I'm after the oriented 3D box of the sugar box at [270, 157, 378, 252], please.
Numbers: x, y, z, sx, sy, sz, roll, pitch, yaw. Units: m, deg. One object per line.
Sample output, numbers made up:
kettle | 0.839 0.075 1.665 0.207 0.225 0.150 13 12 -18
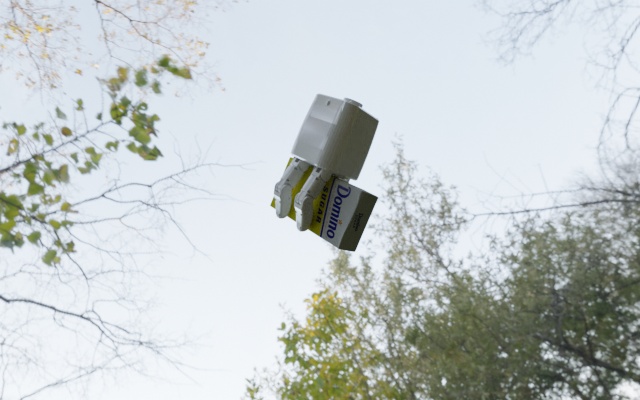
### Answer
sugar box | 0.000 0.002 0.750 0.048 0.093 0.176 17 8 -44
